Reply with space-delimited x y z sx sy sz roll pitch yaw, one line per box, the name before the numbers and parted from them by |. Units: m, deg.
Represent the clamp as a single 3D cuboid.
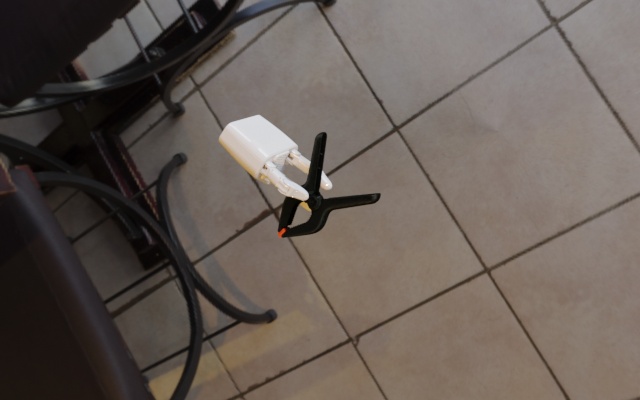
clamp | -0.001 0.003 0.884 0.164 0.210 0.036 43 20 17
